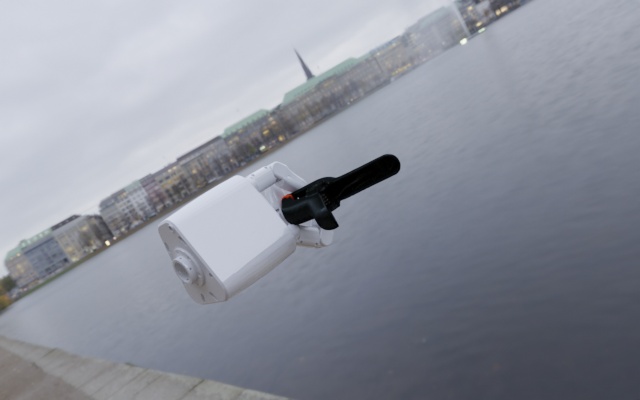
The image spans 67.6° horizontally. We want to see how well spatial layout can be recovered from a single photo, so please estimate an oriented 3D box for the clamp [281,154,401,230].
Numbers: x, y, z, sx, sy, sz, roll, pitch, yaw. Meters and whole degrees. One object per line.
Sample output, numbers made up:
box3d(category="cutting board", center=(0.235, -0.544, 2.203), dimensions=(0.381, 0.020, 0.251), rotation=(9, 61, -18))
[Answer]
box3d(category="clamp", center=(0.000, 0.001, 0.540), dimensions=(0.120, 0.039, 0.171), rotation=(-36, 10, -39))
